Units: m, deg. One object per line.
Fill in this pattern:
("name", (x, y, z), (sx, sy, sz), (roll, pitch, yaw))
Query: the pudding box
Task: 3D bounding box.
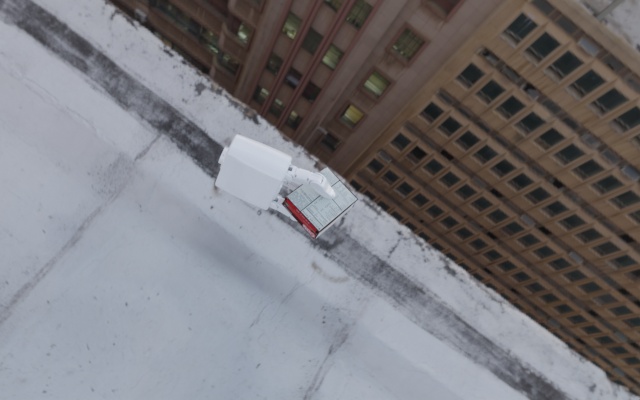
("pudding box", (0.000, 0.003, 0.871), (0.113, 0.090, 0.039), (-38, -8, -29))
